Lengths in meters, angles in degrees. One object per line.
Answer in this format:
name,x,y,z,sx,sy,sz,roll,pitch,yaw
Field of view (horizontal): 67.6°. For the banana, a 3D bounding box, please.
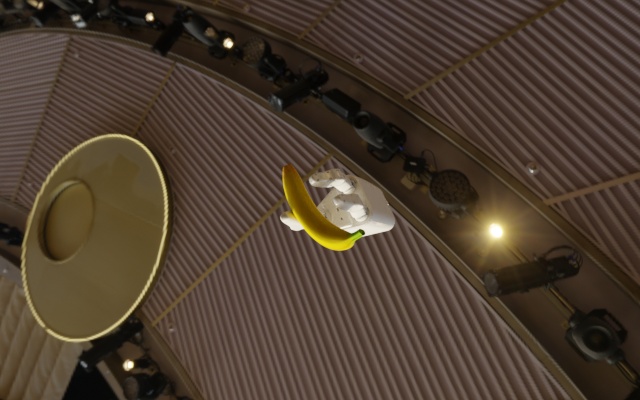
banana,-0.007,0.020,0.754,0.197,0.070,0.037,41,20,33
